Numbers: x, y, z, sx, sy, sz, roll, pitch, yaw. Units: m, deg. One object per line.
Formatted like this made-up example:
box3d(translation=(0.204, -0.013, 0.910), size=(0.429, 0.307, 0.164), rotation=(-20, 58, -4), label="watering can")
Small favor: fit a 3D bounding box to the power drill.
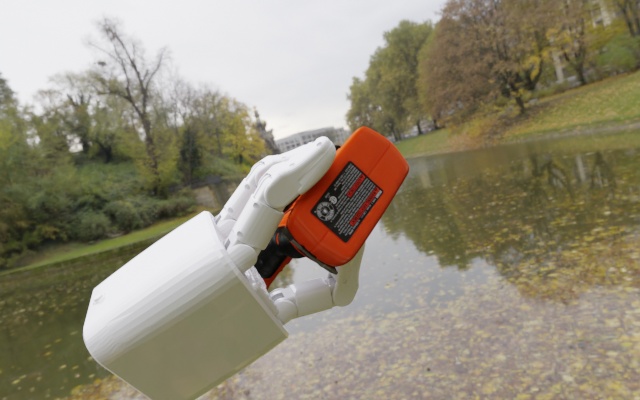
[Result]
box3d(translation=(0.000, 0.001, 0.427), size=(0.057, 0.184, 0.188), rotation=(38, -22, -9), label="power drill")
